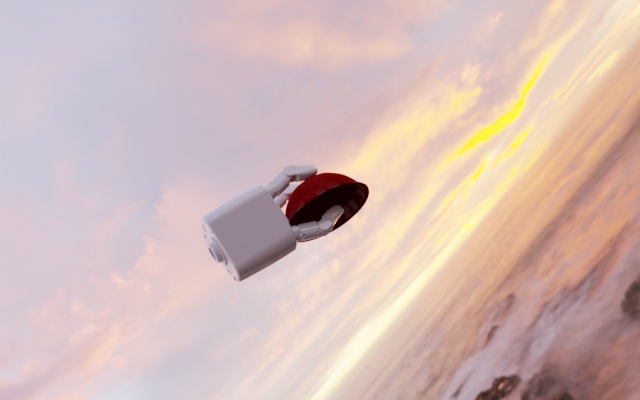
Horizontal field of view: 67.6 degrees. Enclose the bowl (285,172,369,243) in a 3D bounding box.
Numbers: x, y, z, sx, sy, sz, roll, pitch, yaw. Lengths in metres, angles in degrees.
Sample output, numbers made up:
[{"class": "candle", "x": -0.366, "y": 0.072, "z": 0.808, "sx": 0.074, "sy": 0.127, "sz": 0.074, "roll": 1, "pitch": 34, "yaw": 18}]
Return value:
[{"class": "bowl", "x": 0.001, "y": 0.002, "z": 0.805, "sx": 0.162, "sy": 0.055, "sz": 0.162, "roll": -25, "pitch": -26, "yaw": -13}]
